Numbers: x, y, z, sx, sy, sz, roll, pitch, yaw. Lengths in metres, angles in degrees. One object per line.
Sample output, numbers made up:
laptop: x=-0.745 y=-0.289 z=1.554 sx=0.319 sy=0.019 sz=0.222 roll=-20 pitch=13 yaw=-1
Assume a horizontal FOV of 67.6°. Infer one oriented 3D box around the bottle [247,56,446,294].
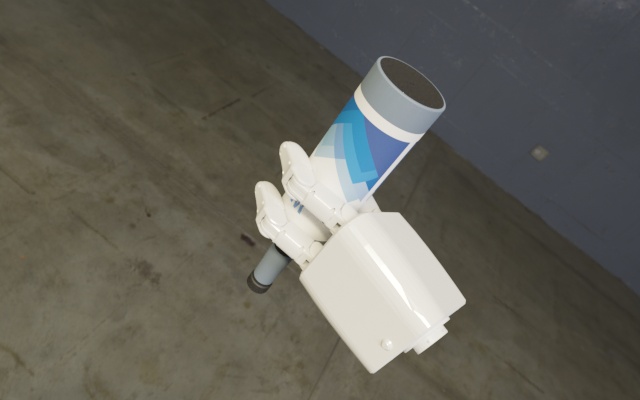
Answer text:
bottle: x=0.000 y=0.001 z=0.463 sx=0.069 sy=0.069 sz=0.296 roll=0 pitch=-40 yaw=-40
